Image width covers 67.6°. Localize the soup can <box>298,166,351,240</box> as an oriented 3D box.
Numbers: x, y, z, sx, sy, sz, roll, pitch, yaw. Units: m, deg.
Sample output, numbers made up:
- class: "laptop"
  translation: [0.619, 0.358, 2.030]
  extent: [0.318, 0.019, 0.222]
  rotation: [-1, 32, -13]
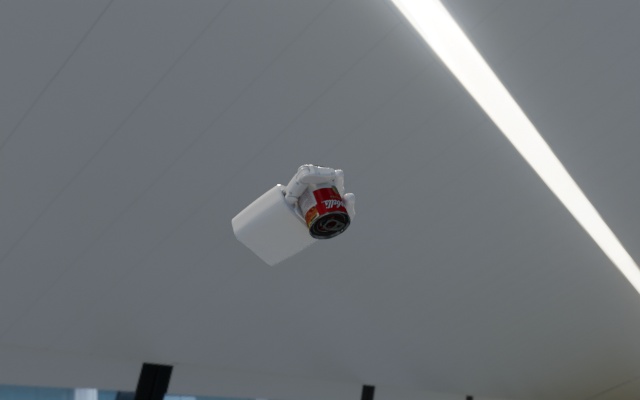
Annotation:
- class: "soup can"
  translation: [0.000, 0.002, 0.768]
  extent: [0.068, 0.102, 0.069]
  rotation: [-14, -37, -11]
